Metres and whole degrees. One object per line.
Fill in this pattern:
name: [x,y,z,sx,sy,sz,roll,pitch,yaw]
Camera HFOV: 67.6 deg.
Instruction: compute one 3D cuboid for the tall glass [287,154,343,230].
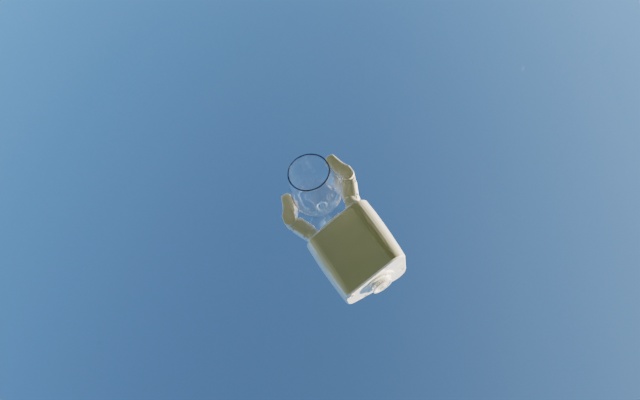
tall glass: [0.000,0.003,0.764,0.079,0.079,0.201,0,-26,11]
